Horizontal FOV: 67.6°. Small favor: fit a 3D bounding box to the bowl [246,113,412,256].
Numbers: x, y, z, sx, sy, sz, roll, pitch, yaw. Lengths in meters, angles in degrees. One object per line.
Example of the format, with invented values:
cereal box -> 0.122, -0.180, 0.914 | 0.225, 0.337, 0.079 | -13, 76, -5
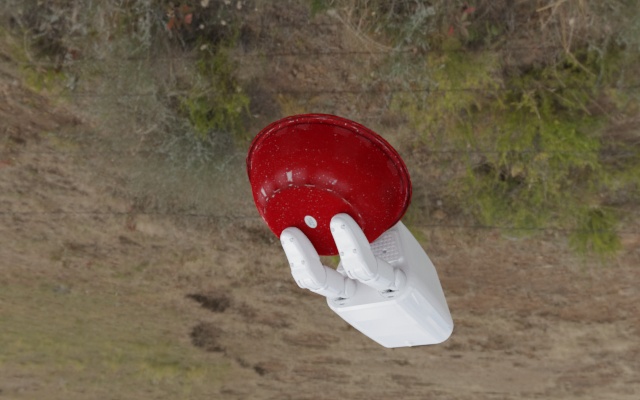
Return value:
bowl -> -0.001, 0.001, 0.440 | 0.162, 0.162, 0.055 | 0, 44, 20
